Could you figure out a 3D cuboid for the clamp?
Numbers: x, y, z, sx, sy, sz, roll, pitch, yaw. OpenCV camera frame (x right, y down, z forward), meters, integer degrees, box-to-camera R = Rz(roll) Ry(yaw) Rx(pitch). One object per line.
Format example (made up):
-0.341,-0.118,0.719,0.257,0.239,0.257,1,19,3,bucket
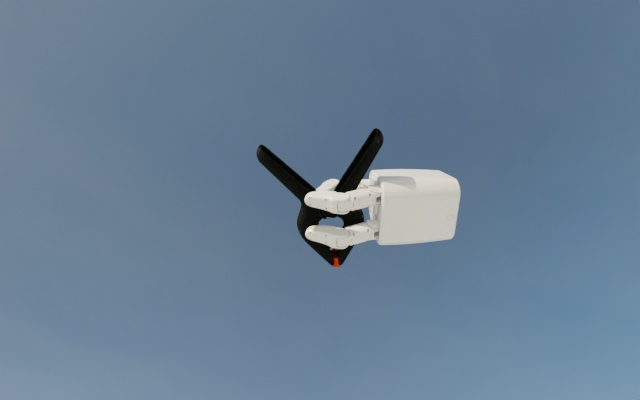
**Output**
0.000,0.002,0.661,0.164,0.210,0.036,-1,30,-1,clamp
